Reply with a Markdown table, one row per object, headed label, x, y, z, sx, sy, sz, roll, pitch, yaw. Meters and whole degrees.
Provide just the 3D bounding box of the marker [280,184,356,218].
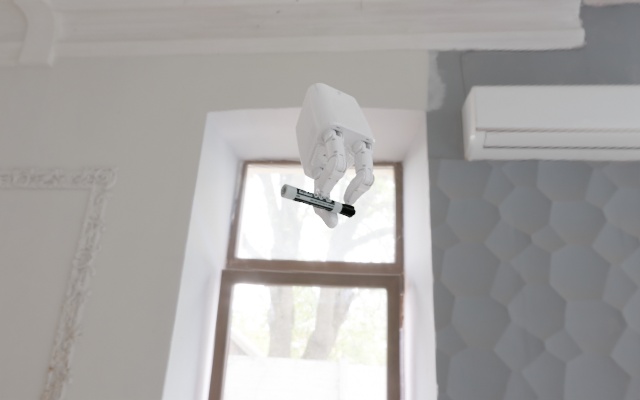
| label | x | y | z | sx | sy | sz | roll | pitch | yaw |
| --- | --- | --- | --- | --- | --- | --- | --- | --- | --- |
| marker | 0.000 | 0.002 | 0.658 | 0.121 | 0.020 | 0.020 | 17 | -10 | -32 |
